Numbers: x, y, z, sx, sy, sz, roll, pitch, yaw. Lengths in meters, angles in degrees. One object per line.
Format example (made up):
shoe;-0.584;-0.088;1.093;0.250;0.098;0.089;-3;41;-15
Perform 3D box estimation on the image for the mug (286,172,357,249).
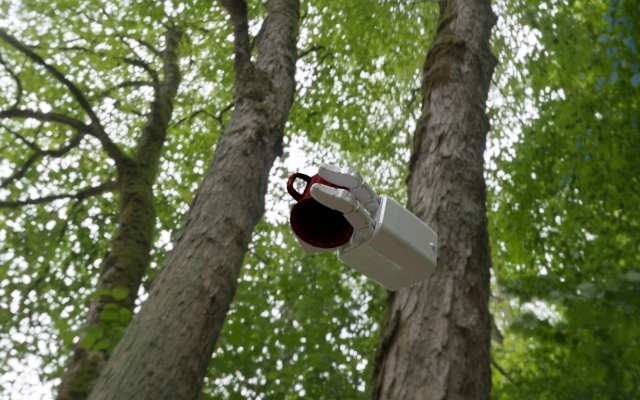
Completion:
mug;-0.001;0.001;0.695;0.117;0.081;0.093;36;-53;-13
